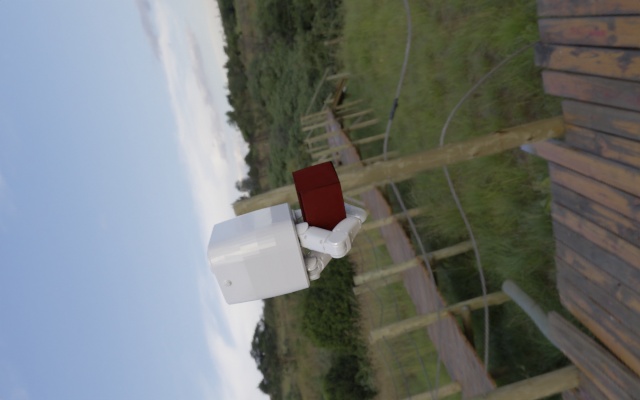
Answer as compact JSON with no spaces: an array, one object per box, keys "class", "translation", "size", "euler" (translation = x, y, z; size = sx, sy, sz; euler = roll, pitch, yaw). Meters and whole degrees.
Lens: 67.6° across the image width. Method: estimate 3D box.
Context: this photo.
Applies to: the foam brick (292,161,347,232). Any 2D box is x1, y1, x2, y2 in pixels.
[{"class":"foam brick","translation":[0.000,0.002,0.584],"size":[0.051,0.078,0.053],"euler":[-14,34,-3]}]
